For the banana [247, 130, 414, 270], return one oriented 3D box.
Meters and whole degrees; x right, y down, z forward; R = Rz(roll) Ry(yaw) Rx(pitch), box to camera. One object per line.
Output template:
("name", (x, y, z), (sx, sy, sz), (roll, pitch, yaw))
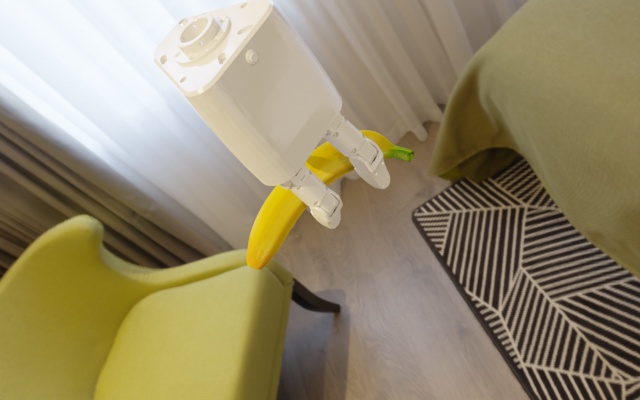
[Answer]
("banana", (-0.006, -0.013, 0.480), (0.198, 0.069, 0.037), (-37, -38, 3))
